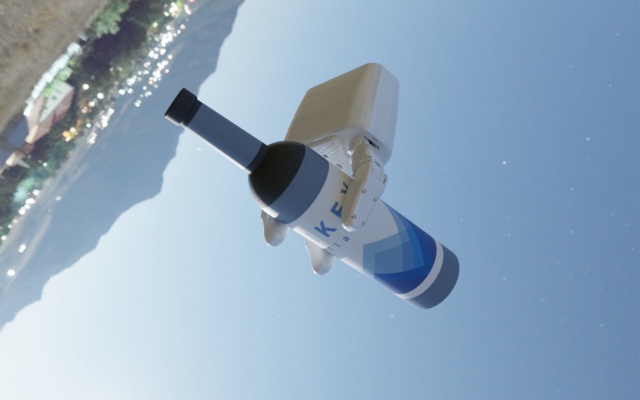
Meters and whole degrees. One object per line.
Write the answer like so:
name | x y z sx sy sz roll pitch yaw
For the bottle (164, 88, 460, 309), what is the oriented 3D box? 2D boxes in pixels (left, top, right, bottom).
bottle | 0.000 0.002 0.420 0.296 0.069 0.069 34 -15 -22
